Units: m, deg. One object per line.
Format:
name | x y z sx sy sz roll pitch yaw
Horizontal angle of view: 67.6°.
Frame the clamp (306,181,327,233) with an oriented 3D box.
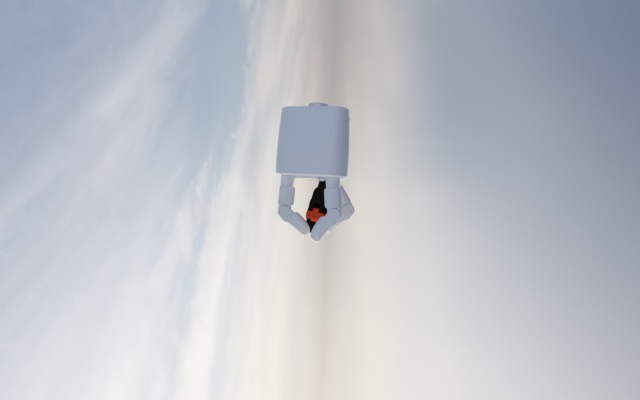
clamp | -0.001 0.003 0.809 0.039 0.120 0.171 5 -1 1
